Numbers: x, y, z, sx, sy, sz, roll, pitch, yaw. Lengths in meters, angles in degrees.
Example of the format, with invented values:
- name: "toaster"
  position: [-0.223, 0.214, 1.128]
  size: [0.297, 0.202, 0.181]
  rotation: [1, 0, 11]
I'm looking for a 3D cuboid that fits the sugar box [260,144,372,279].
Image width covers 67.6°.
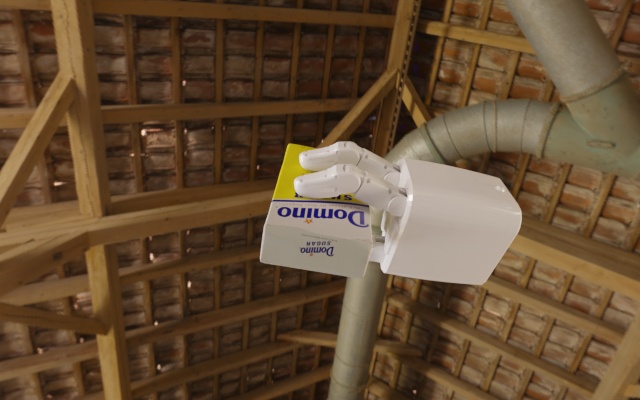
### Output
- name: "sugar box"
  position: [0.000, 0.001, 0.473]
  size: [0.093, 0.048, 0.176]
  rotation: [9, 27, -3]
